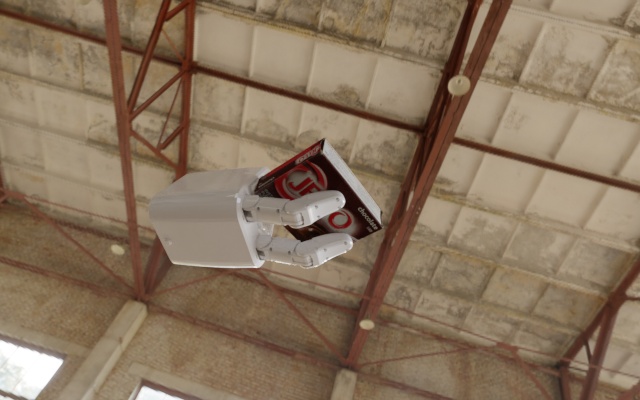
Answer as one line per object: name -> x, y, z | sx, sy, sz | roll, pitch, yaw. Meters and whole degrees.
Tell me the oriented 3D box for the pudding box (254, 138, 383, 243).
pudding box -> 0.000, 0.002, 0.509 | 0.090, 0.113, 0.039 | -29, 28, 26
